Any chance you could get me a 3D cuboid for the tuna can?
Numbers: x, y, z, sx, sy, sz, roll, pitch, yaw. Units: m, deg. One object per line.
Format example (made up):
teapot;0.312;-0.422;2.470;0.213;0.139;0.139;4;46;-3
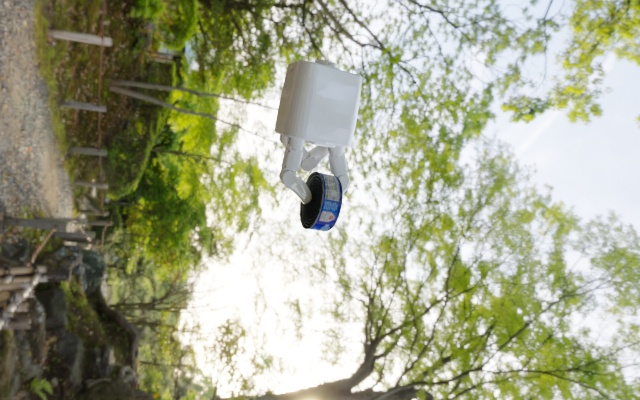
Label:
tuna can;0.001;0.002;0.702;0.034;0.086;0.086;10;-4;-22
